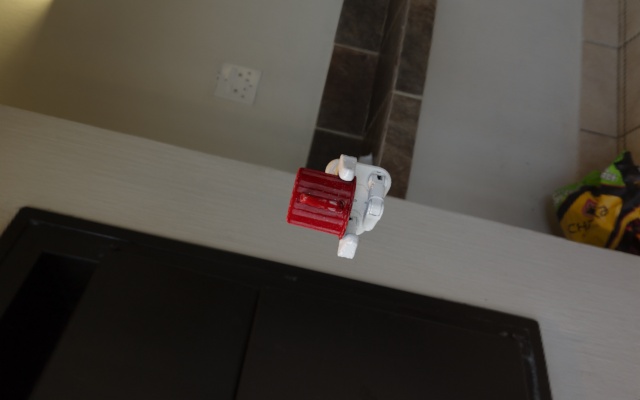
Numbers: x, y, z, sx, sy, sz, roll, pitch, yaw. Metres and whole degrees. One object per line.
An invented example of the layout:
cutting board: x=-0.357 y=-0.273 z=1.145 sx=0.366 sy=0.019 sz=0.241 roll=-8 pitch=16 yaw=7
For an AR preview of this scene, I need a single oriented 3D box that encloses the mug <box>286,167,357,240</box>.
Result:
mug: x=0.000 y=0.002 z=0.655 sx=0.081 sy=0.093 sz=0.117 roll=14 pitch=4 yaw=-2
